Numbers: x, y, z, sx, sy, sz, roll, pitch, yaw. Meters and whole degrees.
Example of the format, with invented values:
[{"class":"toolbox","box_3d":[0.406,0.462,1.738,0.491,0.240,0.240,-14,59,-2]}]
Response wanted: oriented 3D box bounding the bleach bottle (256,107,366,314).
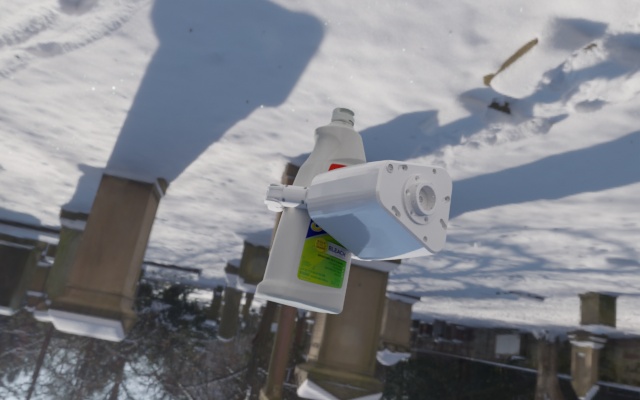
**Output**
[{"class":"bleach bottle","box_3d":[0.000,0.002,0.576,0.102,0.250,0.068,22,-20,-33]}]
